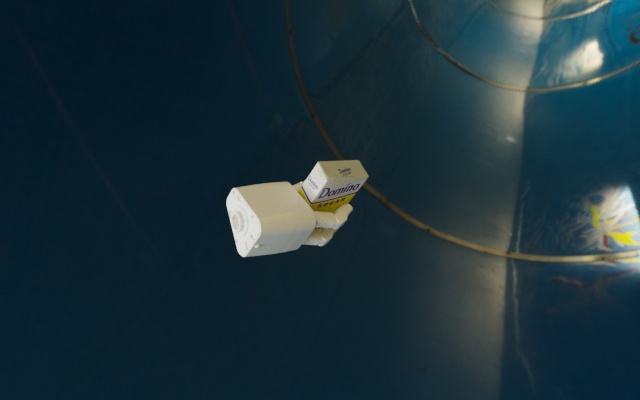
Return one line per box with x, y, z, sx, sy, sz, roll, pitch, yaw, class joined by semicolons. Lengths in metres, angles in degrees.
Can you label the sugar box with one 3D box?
0.000;0.003;0.839;0.093;0.048;0.176;-6;-32;-38;sugar box
